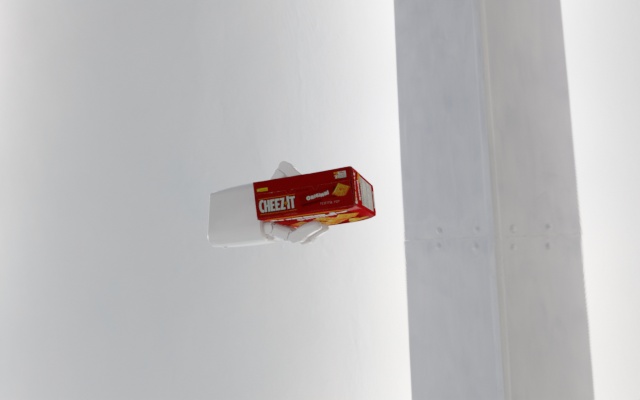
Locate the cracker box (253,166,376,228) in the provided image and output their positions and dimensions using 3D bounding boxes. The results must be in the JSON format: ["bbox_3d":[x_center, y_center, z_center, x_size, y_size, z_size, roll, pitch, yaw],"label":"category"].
[{"bbox_3d":[0.000,0.003,0.834,0.164,0.072,0.214,-9,-8,14],"label":"cracker box"}]
